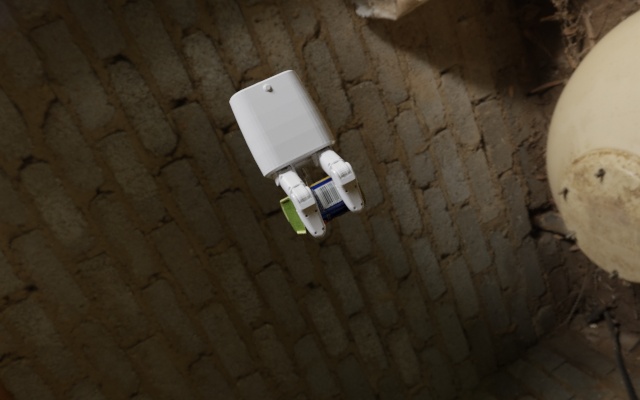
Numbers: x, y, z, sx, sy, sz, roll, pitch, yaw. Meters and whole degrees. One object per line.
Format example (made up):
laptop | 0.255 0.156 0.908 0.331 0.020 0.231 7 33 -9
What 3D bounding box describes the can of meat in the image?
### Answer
can of meat | 0.000 0.002 0.616 0.084 0.057 0.102 -27 1 -13
